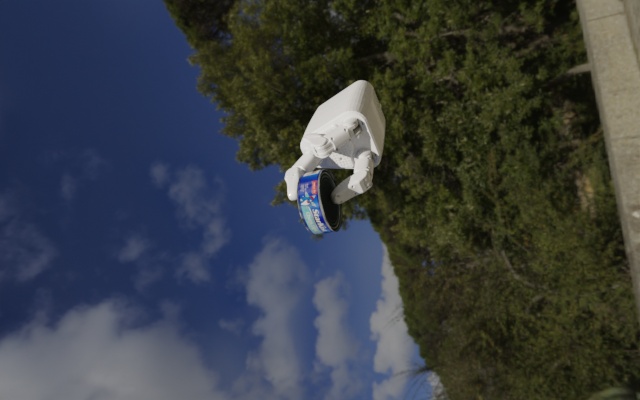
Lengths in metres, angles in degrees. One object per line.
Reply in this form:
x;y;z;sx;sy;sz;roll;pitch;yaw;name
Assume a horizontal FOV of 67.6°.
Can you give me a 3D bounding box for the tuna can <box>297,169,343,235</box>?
0.000;0.002;0.641;0.034;0.086;0.086;-11;-4;20;tuna can
